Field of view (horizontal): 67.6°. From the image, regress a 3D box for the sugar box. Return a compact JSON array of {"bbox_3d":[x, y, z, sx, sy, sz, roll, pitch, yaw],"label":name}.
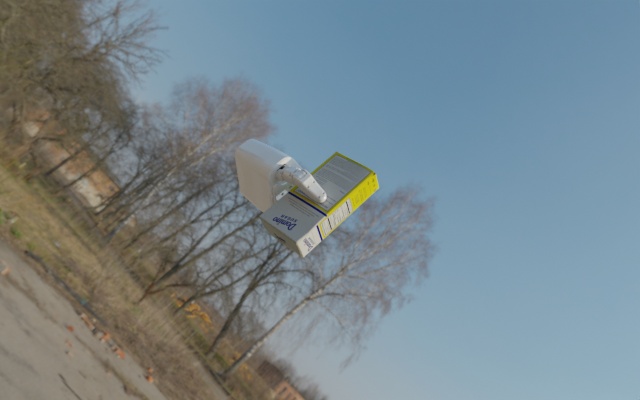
[{"bbox_3d":[0.000,0.003,0.756,0.176,0.048,0.093,-42,49,-19],"label":"sugar box"}]
